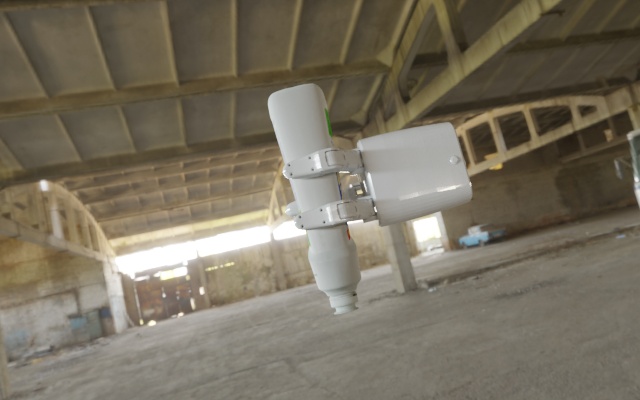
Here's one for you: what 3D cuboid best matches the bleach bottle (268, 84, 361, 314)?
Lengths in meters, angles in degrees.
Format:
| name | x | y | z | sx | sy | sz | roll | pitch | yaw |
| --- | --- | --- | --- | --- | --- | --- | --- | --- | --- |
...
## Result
| name | x | y | z | sx | sy | sz | roll | pitch | yaw |
| --- | --- | --- | --- | --- | --- | --- | --- | --- | --- |
| bleach bottle | 0.000 | 0.002 | 0.548 | 0.068 | 0.251 | 0.102 | -14 | -7 | 1 |
